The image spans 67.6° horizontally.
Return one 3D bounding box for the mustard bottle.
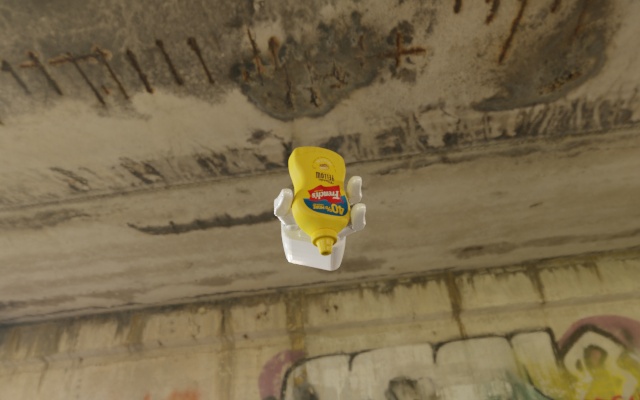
[{"bbox_3d":[0.000,0.002,0.783,0.096,0.191,0.058,11,-37,-23],"label":"mustard bottle"}]
